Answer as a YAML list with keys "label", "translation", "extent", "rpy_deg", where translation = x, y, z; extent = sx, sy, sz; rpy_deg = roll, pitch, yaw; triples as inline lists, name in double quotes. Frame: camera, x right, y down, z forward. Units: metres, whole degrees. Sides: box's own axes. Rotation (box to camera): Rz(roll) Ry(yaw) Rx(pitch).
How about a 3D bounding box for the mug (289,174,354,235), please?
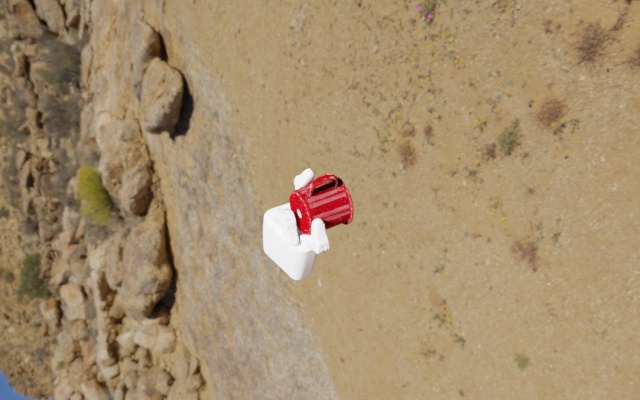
- label: "mug"
  translation: [0.000, 0.002, 0.815]
  extent: [0.081, 0.093, 0.117]
  rpy_deg: [-19, -36, -24]
